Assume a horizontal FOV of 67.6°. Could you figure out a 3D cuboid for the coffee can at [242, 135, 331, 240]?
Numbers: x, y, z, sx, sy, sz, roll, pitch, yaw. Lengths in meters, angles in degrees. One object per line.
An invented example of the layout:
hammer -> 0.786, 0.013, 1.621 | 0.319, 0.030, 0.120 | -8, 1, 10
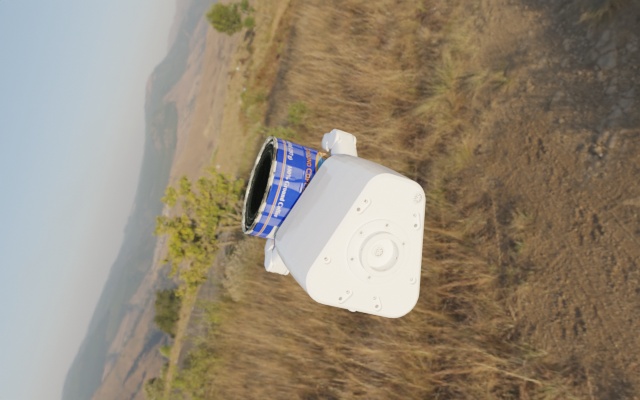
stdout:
coffee can -> 0.000, 0.002, 0.501 | 0.140, 0.103, 0.103 | 16, -5, -18
